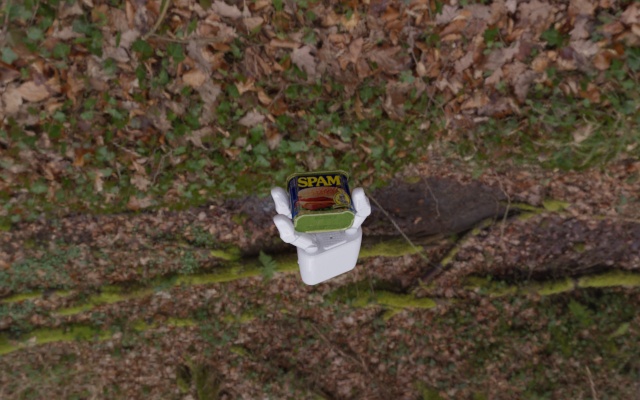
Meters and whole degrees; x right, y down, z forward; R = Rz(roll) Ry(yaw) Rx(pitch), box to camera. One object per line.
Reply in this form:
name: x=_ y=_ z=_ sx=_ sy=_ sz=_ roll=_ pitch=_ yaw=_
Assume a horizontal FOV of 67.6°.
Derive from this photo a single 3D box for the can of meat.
can of meat: x=0.000 y=0.003 z=0.758 sx=0.102 sy=0.084 sz=0.057 roll=-4 pitch=-37 yaw=-8
